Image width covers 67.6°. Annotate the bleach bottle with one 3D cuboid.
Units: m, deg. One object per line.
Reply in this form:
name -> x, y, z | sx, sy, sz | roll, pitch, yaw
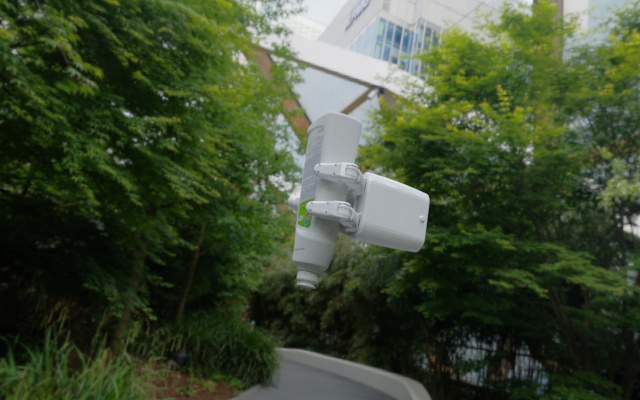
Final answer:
bleach bottle -> 0.000, 0.002, 0.702 | 0.068, 0.250, 0.102 | 16, -16, -18
